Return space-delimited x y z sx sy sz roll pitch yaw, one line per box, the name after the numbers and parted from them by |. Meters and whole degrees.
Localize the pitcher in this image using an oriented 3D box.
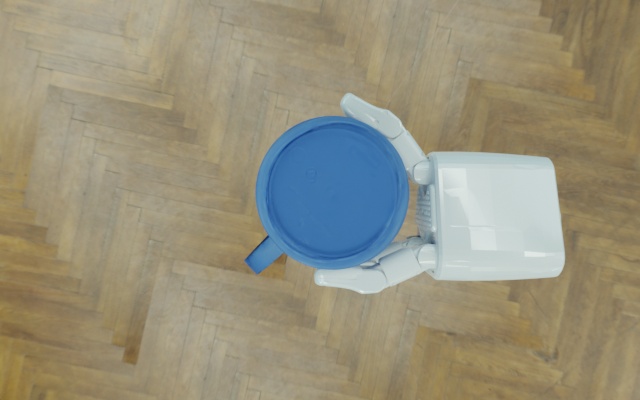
0.000 0.001 0.443 0.145 0.149 0.243 3 1 0 | pitcher
